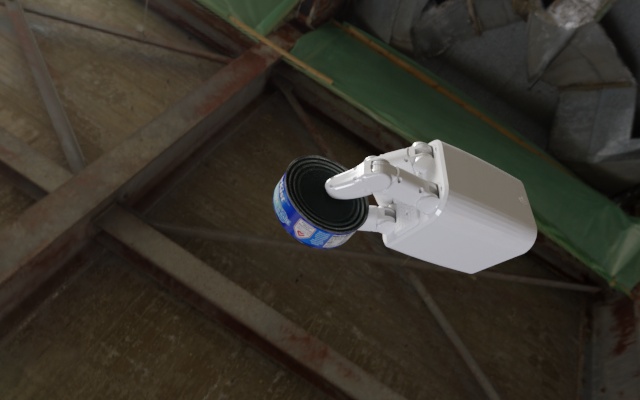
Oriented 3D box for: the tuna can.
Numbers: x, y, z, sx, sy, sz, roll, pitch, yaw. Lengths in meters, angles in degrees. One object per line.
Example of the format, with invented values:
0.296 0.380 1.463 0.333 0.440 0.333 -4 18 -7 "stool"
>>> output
0.000 0.002 0.442 0.086 0.086 0.034 0 -34 -33 "tuna can"
